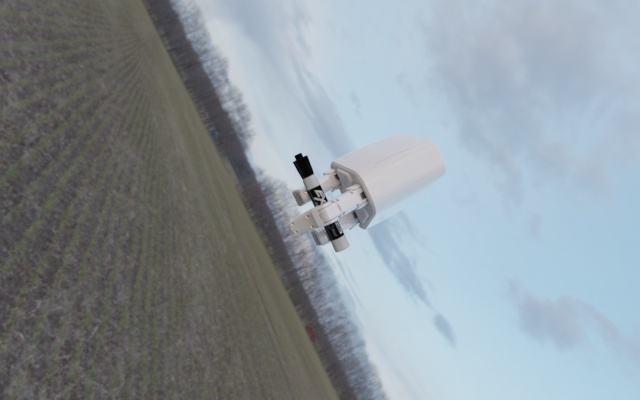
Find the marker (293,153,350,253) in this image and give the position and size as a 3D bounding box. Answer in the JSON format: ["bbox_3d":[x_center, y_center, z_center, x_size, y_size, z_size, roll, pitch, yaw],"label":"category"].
[{"bbox_3d":[0.000,0.002,0.546,0.020,0.121,0.020,-25,5,2],"label":"marker"}]
